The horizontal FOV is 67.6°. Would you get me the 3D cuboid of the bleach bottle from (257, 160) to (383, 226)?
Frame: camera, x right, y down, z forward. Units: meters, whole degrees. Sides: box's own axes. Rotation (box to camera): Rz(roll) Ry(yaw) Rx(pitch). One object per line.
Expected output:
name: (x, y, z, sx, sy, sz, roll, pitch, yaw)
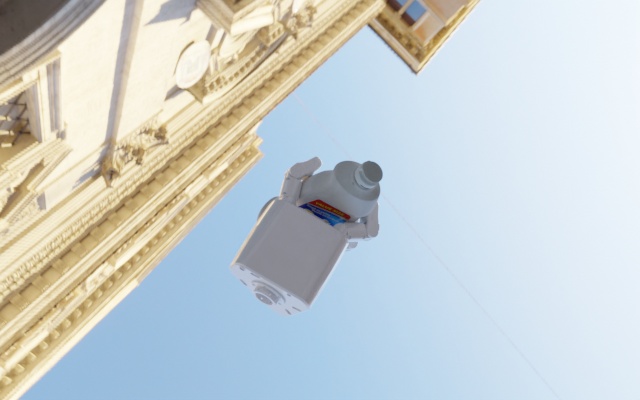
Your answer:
bleach bottle: (0.000, 0.002, 0.669, 0.102, 0.068, 0.251, 38, -32, -10)
